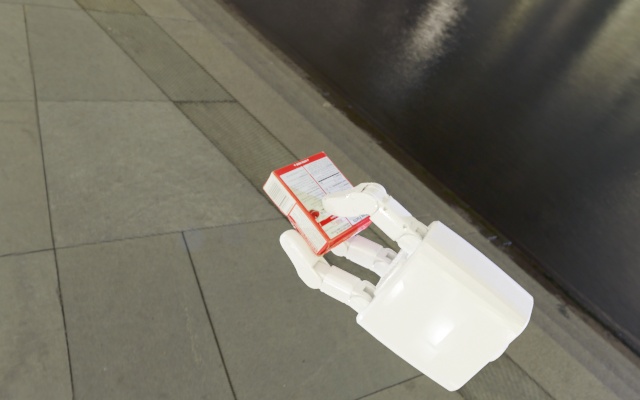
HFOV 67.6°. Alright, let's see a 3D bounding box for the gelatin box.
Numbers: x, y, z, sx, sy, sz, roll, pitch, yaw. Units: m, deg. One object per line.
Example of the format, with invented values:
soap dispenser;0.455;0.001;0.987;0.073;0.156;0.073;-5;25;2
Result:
gelatin box;0.000;0.001;0.462;0.073;0.089;0.030;-27;-17;-43
